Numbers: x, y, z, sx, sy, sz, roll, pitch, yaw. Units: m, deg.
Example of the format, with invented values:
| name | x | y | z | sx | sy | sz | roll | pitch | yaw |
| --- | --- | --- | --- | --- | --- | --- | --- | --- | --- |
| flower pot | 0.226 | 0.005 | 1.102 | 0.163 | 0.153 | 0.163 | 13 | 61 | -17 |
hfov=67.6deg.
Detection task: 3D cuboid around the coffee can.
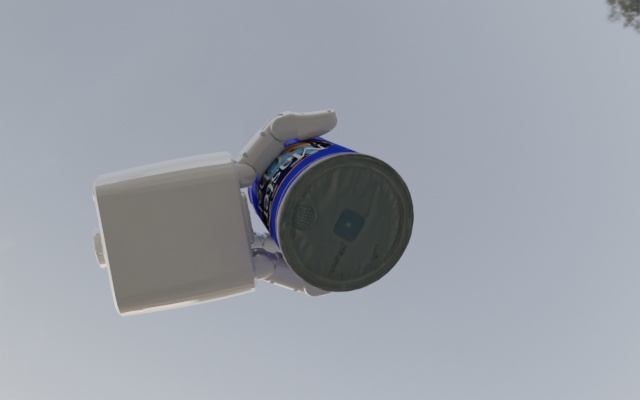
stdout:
| name | x | y | z | sx | sy | sz | roll | pitch | yaw |
| --- | --- | --- | --- | --- | --- | --- | --- | --- | --- |
| coffee can | 0.000 | 0.001 | 0.401 | 0.103 | 0.103 | 0.140 | 0 | 14 | -18 |
